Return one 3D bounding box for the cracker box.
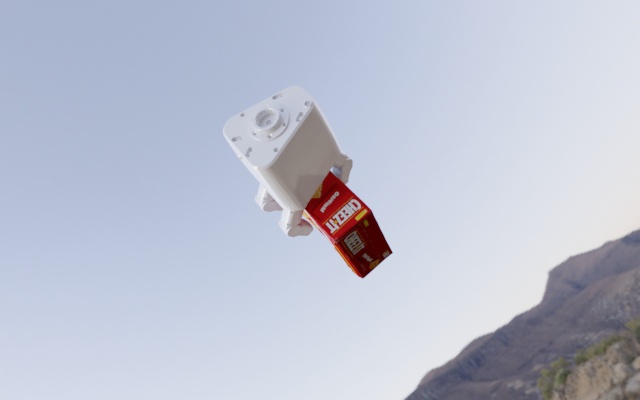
[{"bbox_3d":[0.000,0.002,0.710,0.213,0.072,0.164,46,-4,31],"label":"cracker box"}]
